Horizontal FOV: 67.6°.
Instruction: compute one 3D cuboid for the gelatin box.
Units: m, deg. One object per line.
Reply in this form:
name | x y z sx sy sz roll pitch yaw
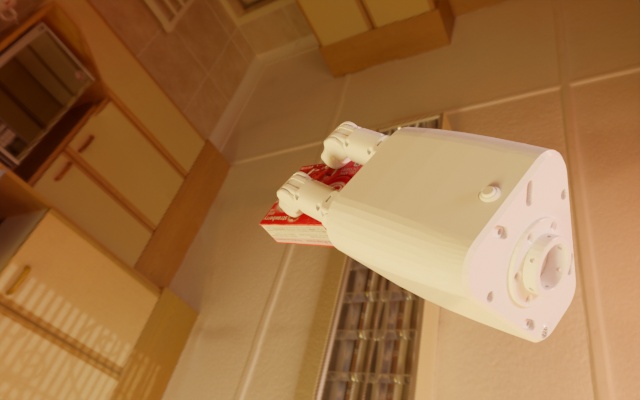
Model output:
gelatin box | 0.000 0.002 0.404 0.089 0.073 0.030 -3 -45 49
